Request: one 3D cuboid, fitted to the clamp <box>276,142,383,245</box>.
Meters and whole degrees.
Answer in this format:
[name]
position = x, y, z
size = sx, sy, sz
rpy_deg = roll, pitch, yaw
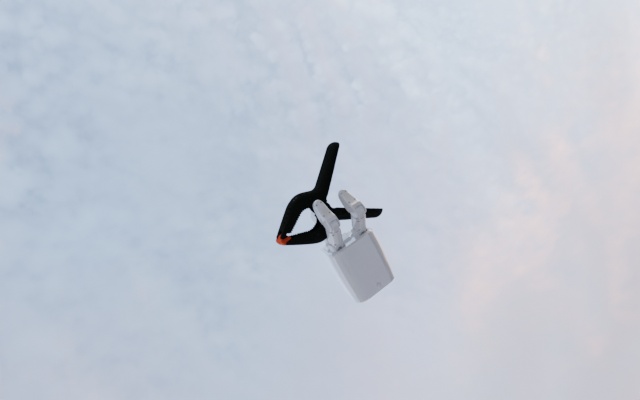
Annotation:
[clamp]
position = -0.001, 0.003, 0.856
size = 0.210, 0.164, 0.036
rpy_deg = -32, 8, -24
